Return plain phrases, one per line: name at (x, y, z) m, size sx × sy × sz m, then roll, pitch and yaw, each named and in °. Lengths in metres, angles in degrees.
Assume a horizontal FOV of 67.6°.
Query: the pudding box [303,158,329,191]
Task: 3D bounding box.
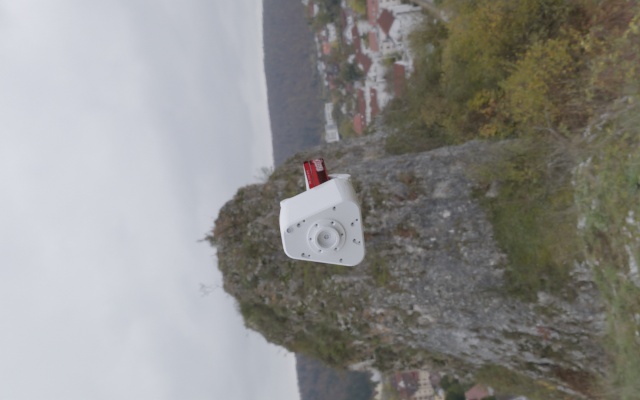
pudding box at (0.000, 0.003, 0.773) m, size 0.039 × 0.114 × 0.090 m, roll -8°, pitch 44°, yaw -4°
